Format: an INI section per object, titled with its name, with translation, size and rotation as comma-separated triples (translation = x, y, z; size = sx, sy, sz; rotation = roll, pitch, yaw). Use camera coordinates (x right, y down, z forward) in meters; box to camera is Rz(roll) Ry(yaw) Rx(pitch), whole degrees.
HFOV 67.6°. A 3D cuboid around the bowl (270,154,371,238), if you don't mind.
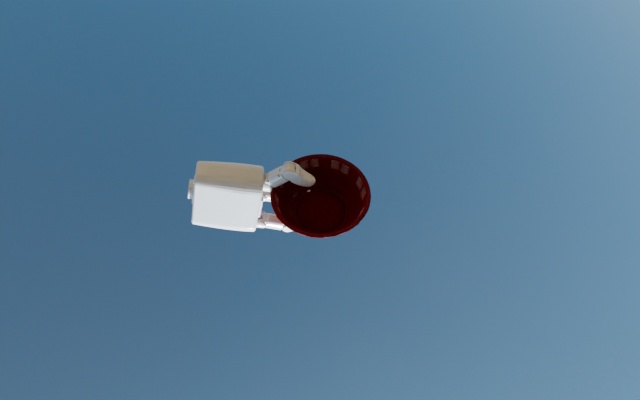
[bowl]
translation = 0.001, 0.003, 0.784
size = 0.162, 0.162, 0.055
rotation = 0, -33, 0
